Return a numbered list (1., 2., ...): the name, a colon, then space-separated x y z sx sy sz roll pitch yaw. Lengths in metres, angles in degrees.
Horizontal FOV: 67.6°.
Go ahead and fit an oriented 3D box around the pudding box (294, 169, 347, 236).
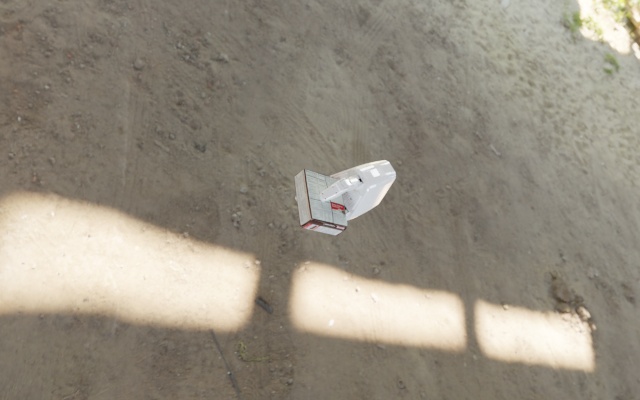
1. pudding box: 0.000 0.003 0.897 0.090 0.113 0.039 14 -38 -35
